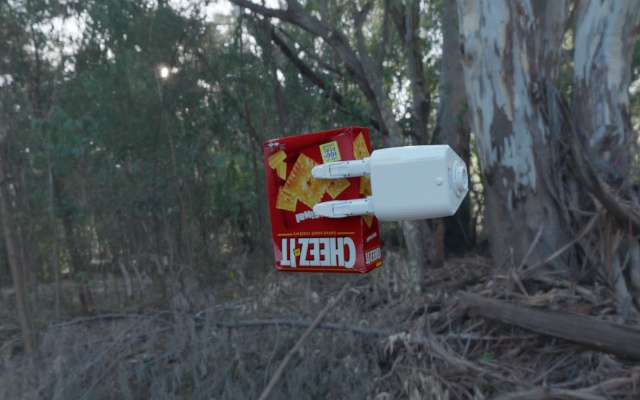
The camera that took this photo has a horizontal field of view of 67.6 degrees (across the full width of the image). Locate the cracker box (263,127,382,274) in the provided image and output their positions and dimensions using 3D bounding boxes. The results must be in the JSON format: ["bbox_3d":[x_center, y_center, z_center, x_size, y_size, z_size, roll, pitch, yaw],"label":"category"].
[{"bbox_3d":[0.000,0.002,0.742,0.164,0.214,0.072,-4,3,31],"label":"cracker box"}]
